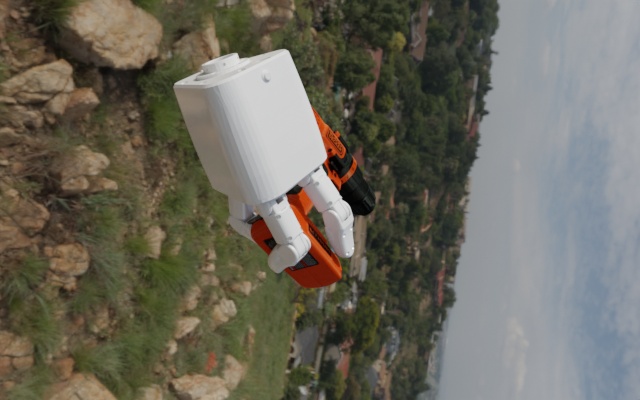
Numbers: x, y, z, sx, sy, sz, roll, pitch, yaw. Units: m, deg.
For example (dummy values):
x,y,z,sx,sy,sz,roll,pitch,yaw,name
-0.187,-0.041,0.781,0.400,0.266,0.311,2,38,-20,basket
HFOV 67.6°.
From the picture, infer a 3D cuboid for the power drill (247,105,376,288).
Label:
x,y,z,sx,sy,sz,roll,pitch,yaw,name
0.000,0.002,0.540,0.057,0.187,0.184,-22,-54,30,power drill
